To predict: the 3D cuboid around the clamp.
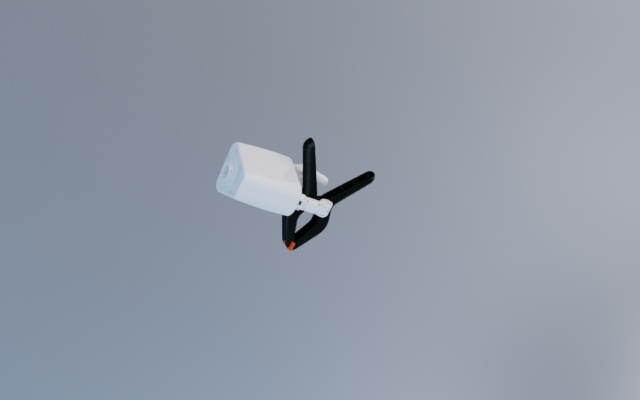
[{"bbox_3d":[0.000,0.004,0.880,0.164,0.210,0.036,17,18,-31],"label":"clamp"}]
